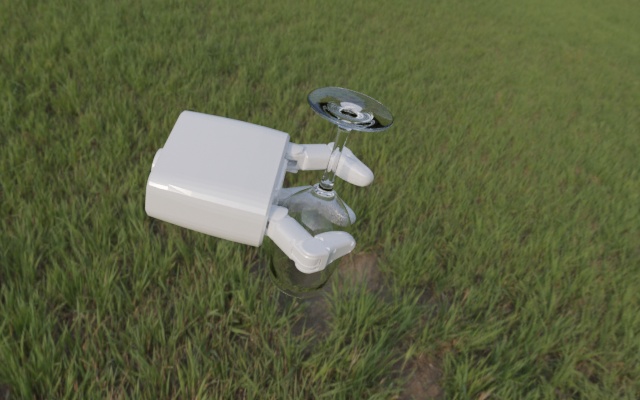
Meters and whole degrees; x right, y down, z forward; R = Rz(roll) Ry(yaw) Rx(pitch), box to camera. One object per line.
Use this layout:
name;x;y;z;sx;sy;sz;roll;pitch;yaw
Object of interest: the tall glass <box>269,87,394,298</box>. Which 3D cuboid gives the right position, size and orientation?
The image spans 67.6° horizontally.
tall glass;0.000;0.001;0.449;0.079;0.201;0.079;12;34;-8
